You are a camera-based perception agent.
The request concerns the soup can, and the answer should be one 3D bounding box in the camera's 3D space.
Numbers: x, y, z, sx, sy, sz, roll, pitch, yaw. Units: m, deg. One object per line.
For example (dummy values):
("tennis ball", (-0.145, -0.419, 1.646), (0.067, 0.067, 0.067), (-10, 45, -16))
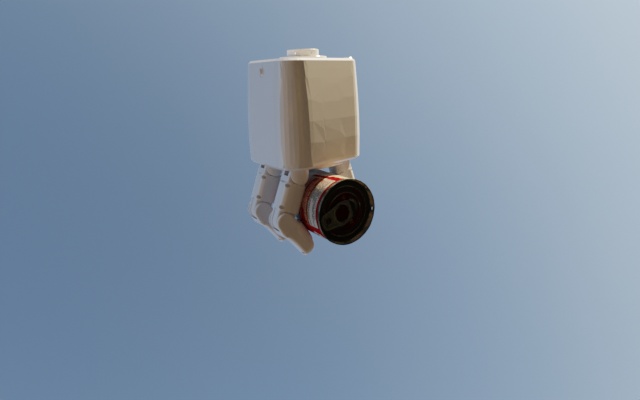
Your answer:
("soup can", (0.000, 0.002, 0.513), (0.068, 0.068, 0.102), (0, 11, -33))
